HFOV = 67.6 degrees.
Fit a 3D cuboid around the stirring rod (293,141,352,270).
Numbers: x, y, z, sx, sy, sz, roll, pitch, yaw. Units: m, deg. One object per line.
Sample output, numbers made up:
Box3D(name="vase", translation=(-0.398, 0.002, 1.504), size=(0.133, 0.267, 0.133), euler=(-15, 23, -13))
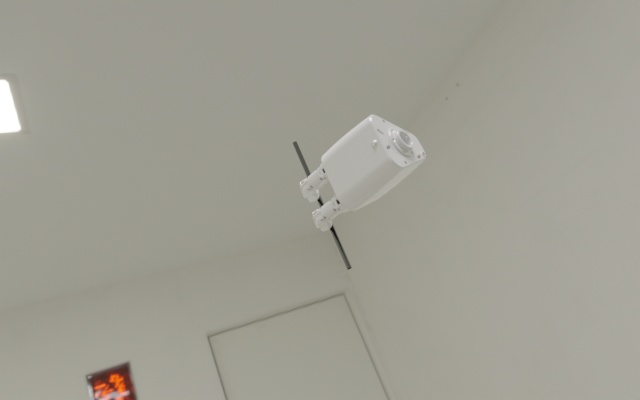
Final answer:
Box3D(name="stirring rod", translation=(0.000, 0.003, 0.781), size=(0.011, 0.239, 0.011), euler=(-20, -22, -8))
